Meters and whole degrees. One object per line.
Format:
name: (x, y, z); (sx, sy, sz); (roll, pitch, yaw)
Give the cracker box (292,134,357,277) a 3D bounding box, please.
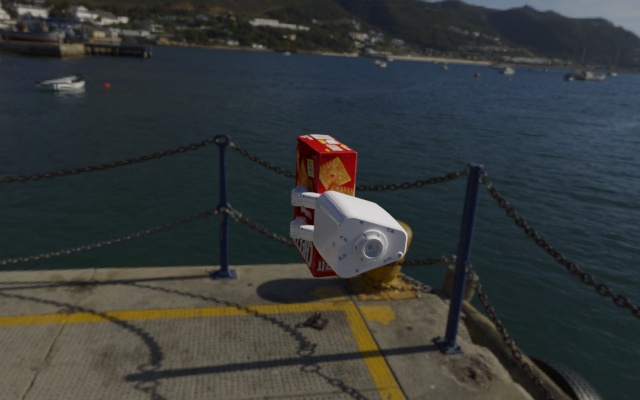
cracker box: (0.000, 0.003, 0.837); (0.072, 0.214, 0.164); (-1, 18, -16)
